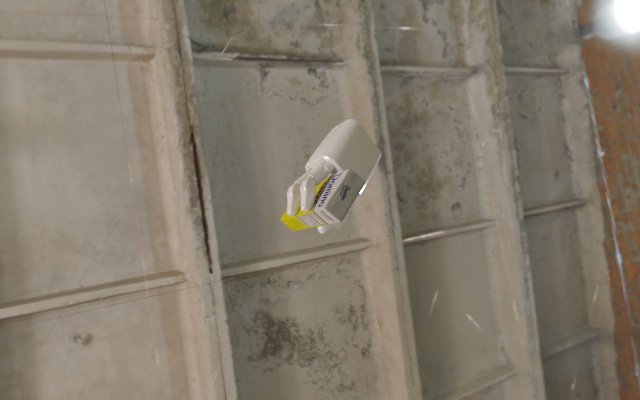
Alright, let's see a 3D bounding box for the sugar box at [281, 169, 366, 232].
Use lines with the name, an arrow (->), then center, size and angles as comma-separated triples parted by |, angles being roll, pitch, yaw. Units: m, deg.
sugar box -> 0.000, 0.002, 0.877 | 0.048, 0.093, 0.176 | 40, -26, -15
